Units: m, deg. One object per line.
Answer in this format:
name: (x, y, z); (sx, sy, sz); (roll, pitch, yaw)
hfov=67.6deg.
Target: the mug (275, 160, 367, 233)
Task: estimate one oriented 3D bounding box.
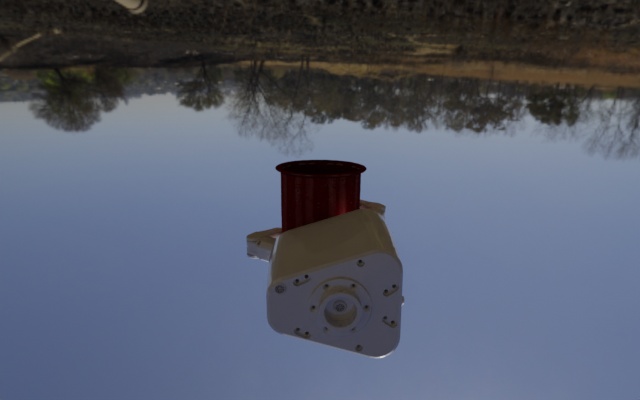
mug: (0.000, 0.002, 0.510); (0.093, 0.081, 0.117); (1, 14, 0)
